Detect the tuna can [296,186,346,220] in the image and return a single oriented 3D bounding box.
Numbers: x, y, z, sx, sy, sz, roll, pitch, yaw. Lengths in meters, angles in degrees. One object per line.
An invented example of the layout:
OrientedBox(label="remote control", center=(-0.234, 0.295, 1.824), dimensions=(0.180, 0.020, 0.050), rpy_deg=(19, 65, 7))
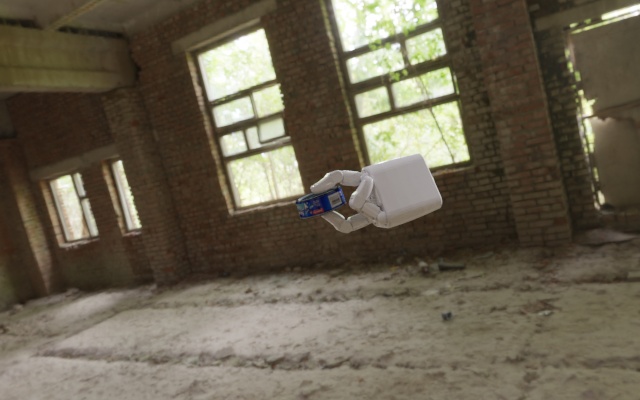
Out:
OrientedBox(label="tuna can", center=(0.000, 0.002, 0.842), dimensions=(0.086, 0.034, 0.086), rpy_deg=(-19, 7, 2))
